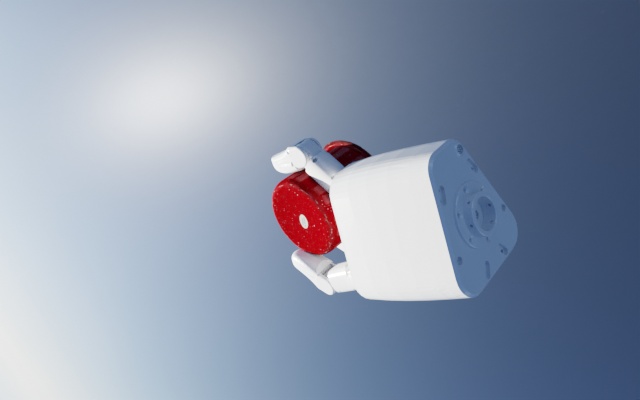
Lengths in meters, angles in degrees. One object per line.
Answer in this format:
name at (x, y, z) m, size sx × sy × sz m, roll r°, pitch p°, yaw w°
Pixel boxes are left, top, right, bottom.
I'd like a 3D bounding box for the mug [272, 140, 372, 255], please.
mug at (-0.001, 0.002, 0.479) m, size 0.081 × 0.093 × 0.117 m, roll -36°, pitch 13°, yaw -36°
